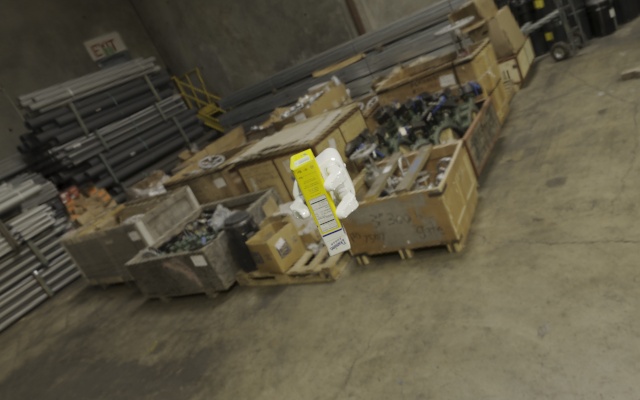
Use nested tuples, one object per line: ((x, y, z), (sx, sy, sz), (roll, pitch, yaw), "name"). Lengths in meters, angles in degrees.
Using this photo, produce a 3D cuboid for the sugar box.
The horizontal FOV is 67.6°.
((0.001, 0.002, 0.855), (0.048, 0.176, 0.093), (-25, 18, 5), "sugar box")
